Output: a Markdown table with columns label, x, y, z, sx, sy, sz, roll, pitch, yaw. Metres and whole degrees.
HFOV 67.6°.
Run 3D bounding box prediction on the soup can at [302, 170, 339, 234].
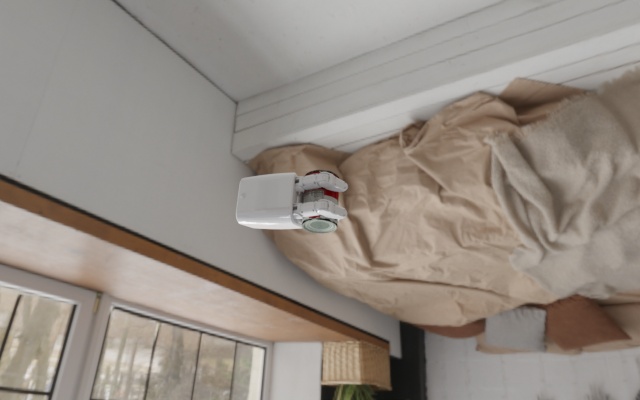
| label | x | y | z | sx | sy | sz | roll | pitch | yaw |
| --- | --- | --- | --- | --- | --- | --- | --- | --- | --- |
| soup can | 0.001 | 0.003 | 0.891 | 0.068 | 0.102 | 0.068 | 2 | -26 | 1 |
